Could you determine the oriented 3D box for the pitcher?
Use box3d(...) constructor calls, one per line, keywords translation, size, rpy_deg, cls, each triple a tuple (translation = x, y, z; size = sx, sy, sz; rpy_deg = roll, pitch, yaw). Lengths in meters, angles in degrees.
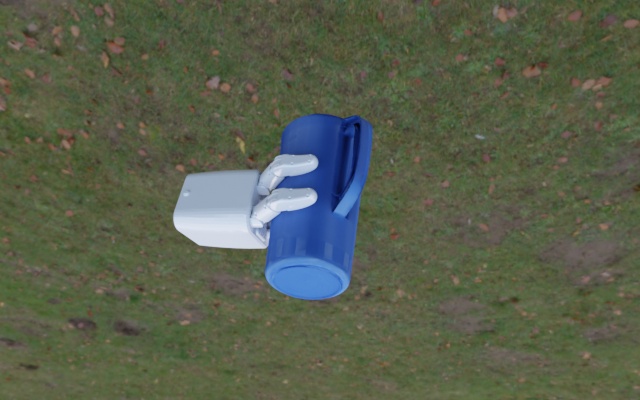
box3d(translation=(0.000, 0.002, 0.657), size=(0.145, 0.242, 0.149), rpy_deg=(-1, -37, 9), cls="pitcher")
